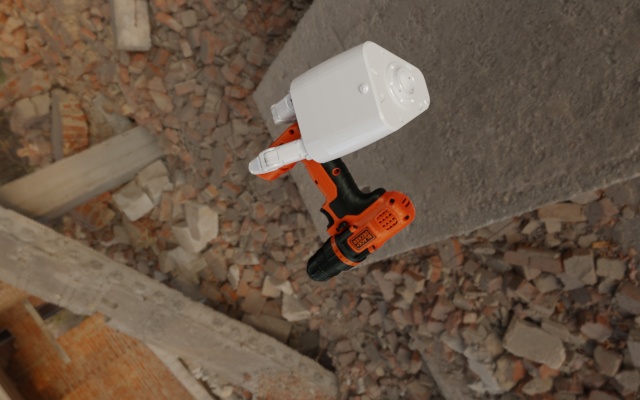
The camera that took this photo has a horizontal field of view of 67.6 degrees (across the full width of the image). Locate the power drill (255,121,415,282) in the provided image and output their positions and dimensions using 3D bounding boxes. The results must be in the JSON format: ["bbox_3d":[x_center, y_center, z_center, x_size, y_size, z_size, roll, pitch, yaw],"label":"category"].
[{"bbox_3d":[0.000,0.002,0.612,0.184,0.187,0.057,-41,3,33],"label":"power drill"}]
